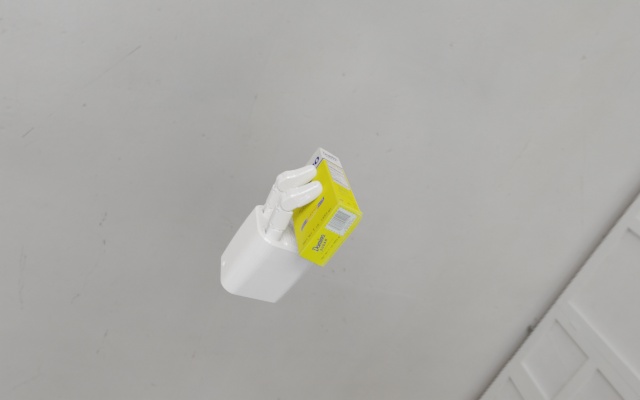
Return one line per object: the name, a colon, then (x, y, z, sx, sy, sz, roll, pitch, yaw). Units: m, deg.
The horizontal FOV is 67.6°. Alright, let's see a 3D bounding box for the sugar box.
sugar box: (0.000, 0.002, 0.674, 0.048, 0.093, 0.176, 28, 21, -25)
